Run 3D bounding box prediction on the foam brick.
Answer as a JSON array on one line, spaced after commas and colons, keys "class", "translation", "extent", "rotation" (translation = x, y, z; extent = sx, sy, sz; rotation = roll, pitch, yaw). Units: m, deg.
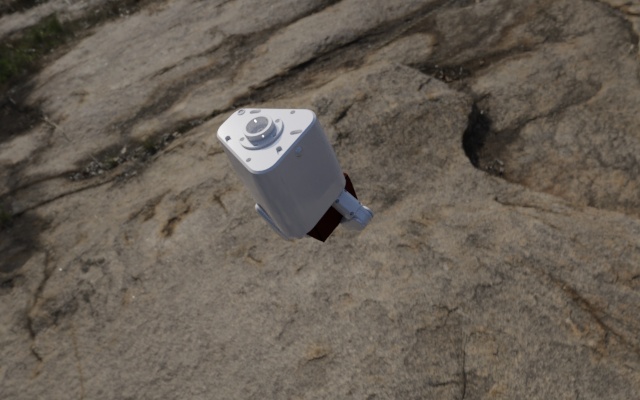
[{"class": "foam brick", "translation": [0.000, 0.002, 0.594], "extent": [0.053, 0.078, 0.051], "rotation": [22, -27, 36]}]
